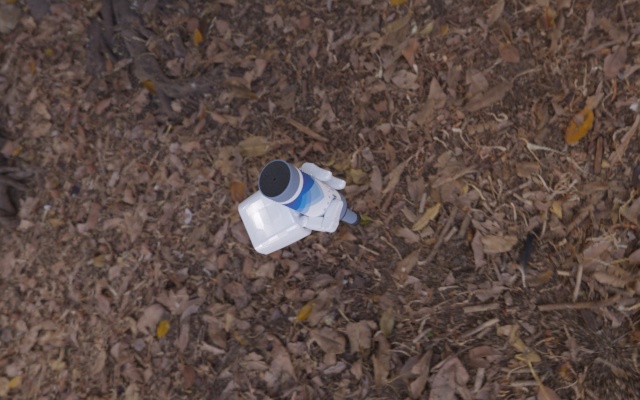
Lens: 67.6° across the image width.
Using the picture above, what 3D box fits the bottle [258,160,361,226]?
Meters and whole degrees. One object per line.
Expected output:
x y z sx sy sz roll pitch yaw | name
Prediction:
0.000 0.003 0.889 0.069 0.069 0.296 0 -15 31 | bottle
